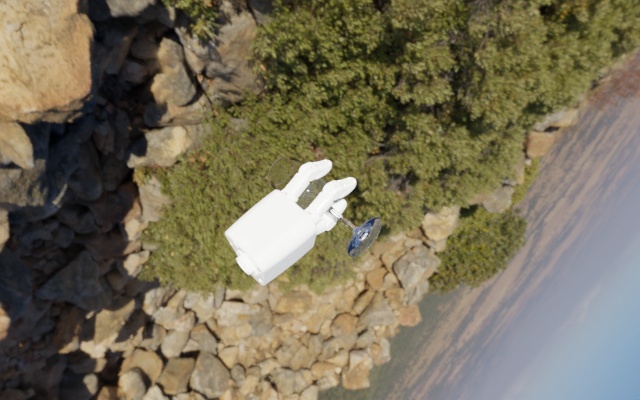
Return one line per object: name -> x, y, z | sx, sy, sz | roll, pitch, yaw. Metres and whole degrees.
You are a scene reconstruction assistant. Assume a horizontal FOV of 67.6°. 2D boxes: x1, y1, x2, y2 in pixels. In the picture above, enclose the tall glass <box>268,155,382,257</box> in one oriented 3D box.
tall glass -> 0.001, 0.003, 0.775 | 0.201, 0.079, 0.079 | 39, 21, 29
